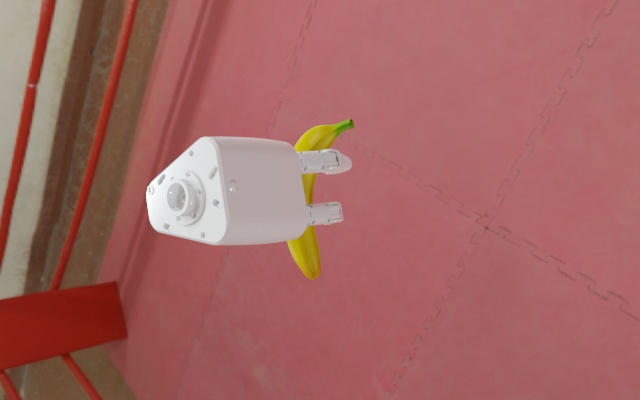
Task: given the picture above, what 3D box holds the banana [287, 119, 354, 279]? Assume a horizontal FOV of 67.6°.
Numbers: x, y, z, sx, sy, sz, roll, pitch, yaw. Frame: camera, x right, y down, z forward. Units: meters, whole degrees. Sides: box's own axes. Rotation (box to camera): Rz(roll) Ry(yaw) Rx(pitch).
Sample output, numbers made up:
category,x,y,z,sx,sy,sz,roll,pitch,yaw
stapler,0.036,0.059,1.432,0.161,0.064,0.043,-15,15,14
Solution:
category,x,y,z,sx,sy,sz,roll,pitch,yaw
banana,-0.015,-0.006,0.575,0.069,0.198,0.037,16,9,29
